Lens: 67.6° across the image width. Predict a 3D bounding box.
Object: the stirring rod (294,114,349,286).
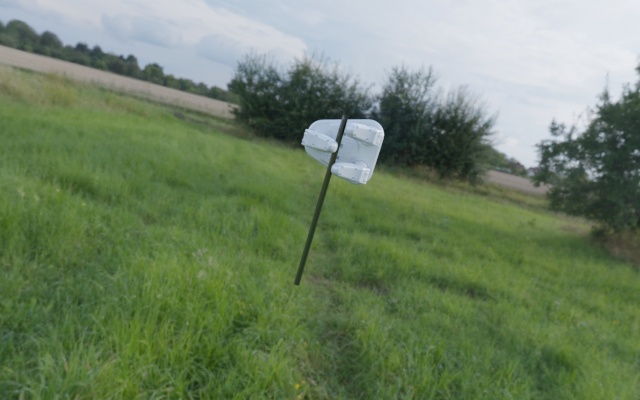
[{"bbox_3d":[0.000,0.002,0.641,0.011,0.239,0.011,16,9,-3],"label":"stirring rod"}]
